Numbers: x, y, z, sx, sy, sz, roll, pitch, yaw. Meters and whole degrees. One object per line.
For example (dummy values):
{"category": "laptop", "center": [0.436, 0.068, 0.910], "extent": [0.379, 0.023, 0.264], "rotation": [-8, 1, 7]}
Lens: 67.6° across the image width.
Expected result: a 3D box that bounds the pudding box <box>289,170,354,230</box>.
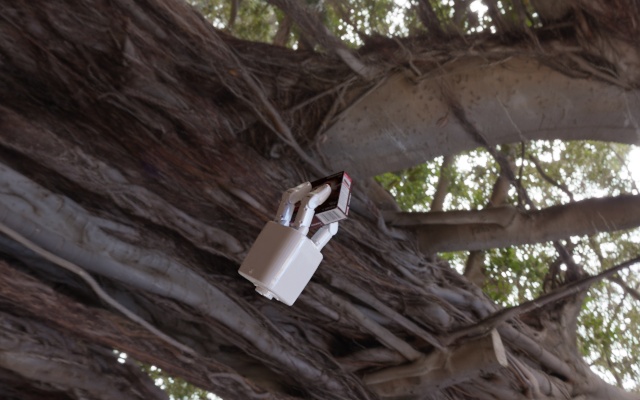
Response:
{"category": "pudding box", "center": [0.000, 0.003, 0.865], "extent": [0.113, 0.090, 0.039], "rotation": [-16, -46, 31]}
